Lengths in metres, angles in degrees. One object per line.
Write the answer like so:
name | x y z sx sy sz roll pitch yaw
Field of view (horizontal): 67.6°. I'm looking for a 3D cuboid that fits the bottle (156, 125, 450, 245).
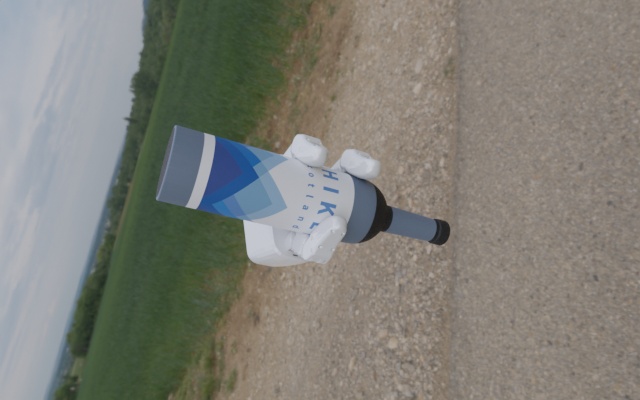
bottle | 0.000 0.001 0.462 0.296 0.069 0.069 14 -6 -22
